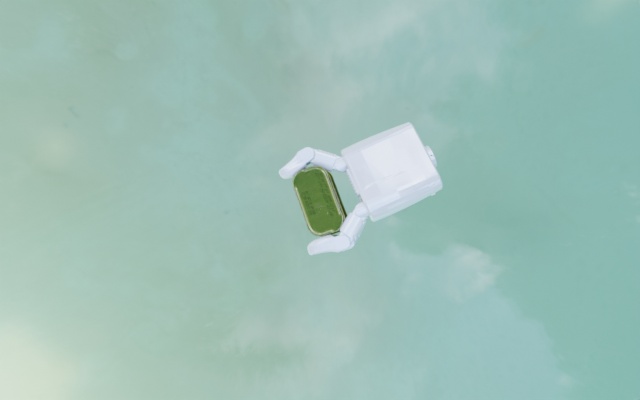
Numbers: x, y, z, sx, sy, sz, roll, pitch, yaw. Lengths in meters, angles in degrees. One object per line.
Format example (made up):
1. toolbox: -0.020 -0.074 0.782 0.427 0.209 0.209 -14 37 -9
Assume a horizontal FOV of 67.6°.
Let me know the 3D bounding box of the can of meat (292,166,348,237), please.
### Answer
1. can of meat: 0.000 0.002 0.690 0.057 0.102 0.084 -21 -4 4
